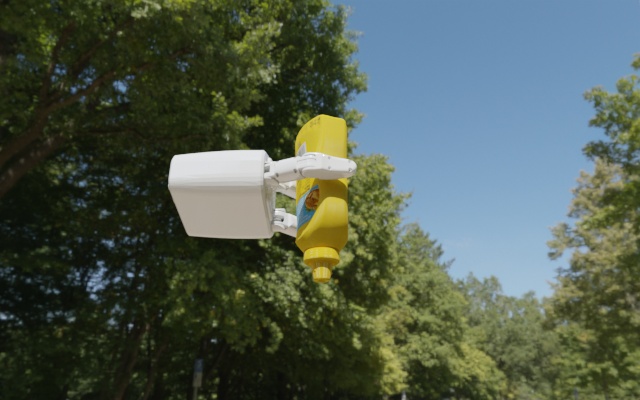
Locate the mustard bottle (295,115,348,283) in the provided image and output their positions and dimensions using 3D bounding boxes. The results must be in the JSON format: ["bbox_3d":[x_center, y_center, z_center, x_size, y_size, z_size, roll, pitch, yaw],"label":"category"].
[{"bbox_3d":[0.000,0.002,0.568,0.058,0.191,0.096,9,-26,-20],"label":"mustard bottle"}]
